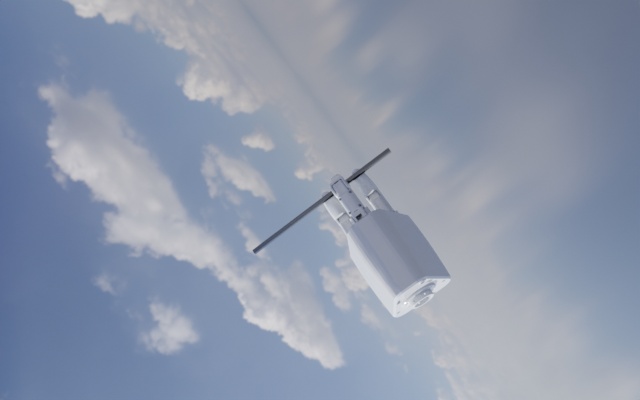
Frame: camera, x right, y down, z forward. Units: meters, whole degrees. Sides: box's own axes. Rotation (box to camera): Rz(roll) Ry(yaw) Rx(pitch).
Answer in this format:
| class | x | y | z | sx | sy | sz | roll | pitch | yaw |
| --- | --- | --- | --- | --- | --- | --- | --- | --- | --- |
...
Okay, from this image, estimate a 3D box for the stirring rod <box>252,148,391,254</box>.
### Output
| class | x | y | z | sx | sy | sz | roll | pitch | yaw |
| --- | --- | --- | --- | --- | --- | --- | --- | --- | --- |
| stirring rod | 0.000 | 0.002 | 0.672 | 0.239 | 0.011 | 0.011 | -37 | -5 | 7 |
